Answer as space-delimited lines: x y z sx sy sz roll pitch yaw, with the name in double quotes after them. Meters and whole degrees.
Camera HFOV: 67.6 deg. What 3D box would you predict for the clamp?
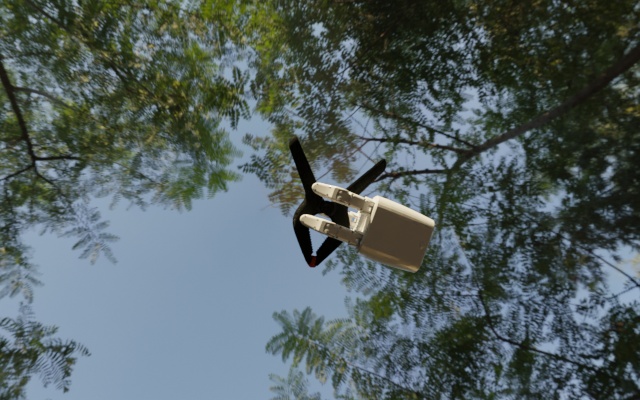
0.000 0.003 0.784 0.164 0.210 0.036 21 -3 -5 "clamp"
